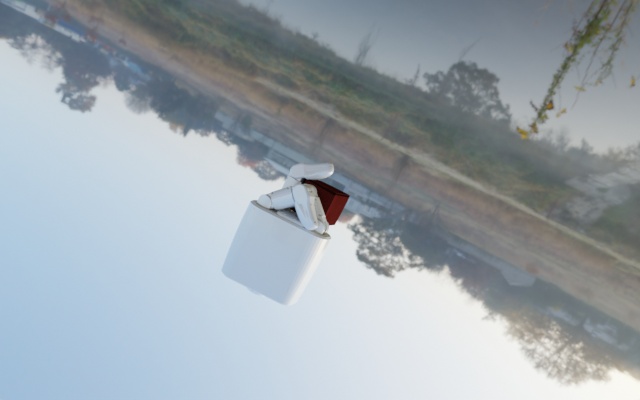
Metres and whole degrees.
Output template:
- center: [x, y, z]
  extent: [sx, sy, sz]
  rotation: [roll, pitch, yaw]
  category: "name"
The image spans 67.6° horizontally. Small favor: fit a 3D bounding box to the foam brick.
- center: [0.000, 0.002, 0.690]
  extent: [0.053, 0.051, 0.078]
  rotation: [28, 7, 17]
  category: "foam brick"
